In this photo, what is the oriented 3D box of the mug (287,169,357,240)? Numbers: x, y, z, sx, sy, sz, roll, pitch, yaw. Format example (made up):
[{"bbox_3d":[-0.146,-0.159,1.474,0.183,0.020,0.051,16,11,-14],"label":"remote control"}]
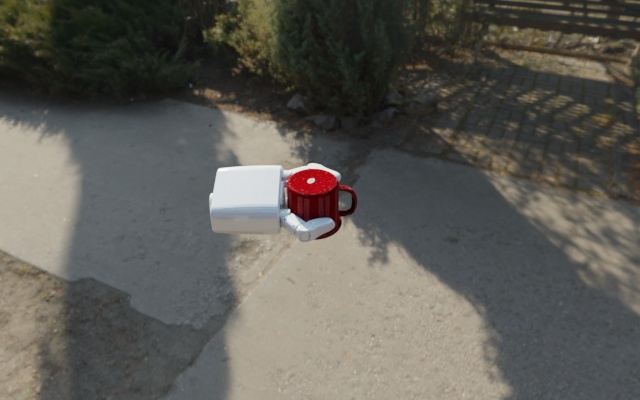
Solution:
[{"bbox_3d":[0.002,0.002,0.758,0.117,0.082,0.093,-1,34,0],"label":"mug"}]
